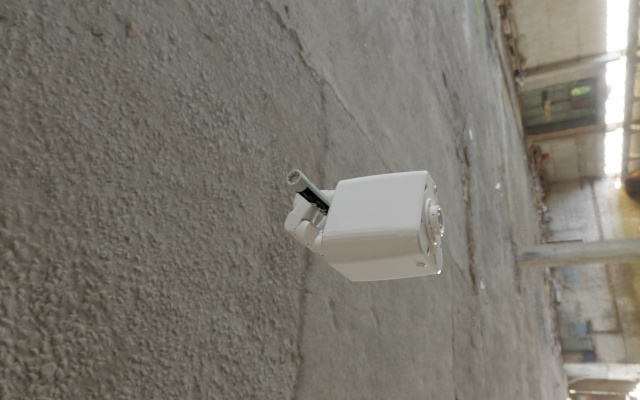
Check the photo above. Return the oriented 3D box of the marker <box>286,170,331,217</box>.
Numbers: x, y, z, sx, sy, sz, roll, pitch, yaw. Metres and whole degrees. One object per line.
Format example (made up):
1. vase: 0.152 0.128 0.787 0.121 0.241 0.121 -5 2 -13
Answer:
1. marker: 0.000 0.002 0.537 0.020 0.020 0.121 0 -25 30
